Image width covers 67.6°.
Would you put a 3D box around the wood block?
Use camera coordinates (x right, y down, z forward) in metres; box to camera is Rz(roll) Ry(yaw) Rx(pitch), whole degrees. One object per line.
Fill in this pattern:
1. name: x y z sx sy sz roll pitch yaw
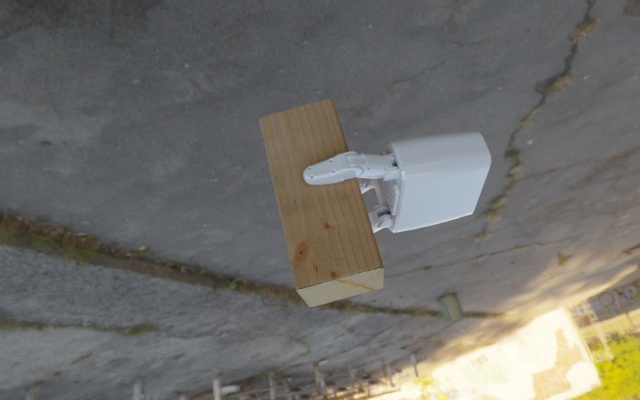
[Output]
1. wood block: 0.000 0.002 0.541 0.090 0.206 0.091 -15 -24 1
